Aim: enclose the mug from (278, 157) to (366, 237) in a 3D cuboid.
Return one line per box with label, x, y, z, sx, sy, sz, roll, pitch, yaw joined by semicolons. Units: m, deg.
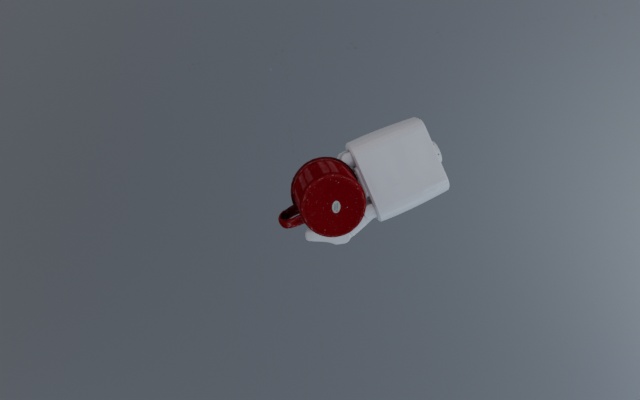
mug;-0.001;0.003;0.604;0.117;0.093;0.081;-25;16;0
